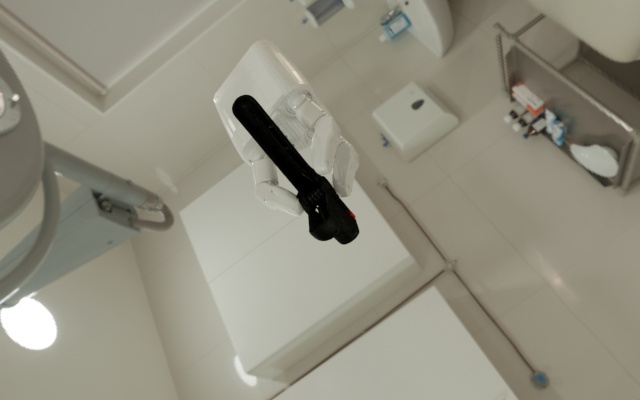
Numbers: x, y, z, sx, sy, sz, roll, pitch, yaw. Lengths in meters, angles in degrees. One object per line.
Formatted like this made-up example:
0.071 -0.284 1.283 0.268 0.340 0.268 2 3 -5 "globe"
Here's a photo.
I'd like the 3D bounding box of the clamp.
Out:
0.000 0.002 0.478 0.036 0.164 0.210 -36 -34 6 "clamp"
